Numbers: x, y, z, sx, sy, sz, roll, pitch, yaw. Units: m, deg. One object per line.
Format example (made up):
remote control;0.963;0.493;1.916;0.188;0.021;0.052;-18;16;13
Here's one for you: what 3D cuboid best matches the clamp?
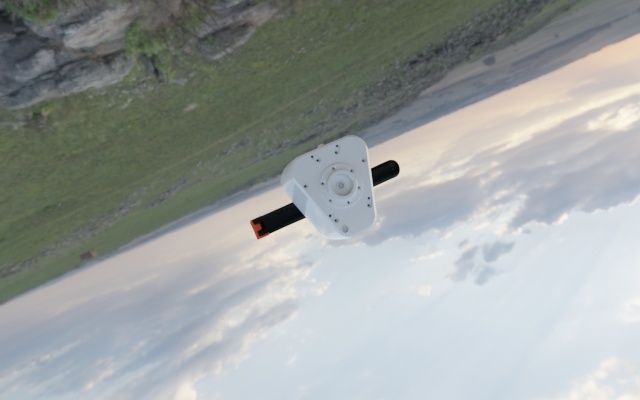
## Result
clamp;0.000;0.003;0.692;0.210;0.036;0.164;-24;-3;-9
